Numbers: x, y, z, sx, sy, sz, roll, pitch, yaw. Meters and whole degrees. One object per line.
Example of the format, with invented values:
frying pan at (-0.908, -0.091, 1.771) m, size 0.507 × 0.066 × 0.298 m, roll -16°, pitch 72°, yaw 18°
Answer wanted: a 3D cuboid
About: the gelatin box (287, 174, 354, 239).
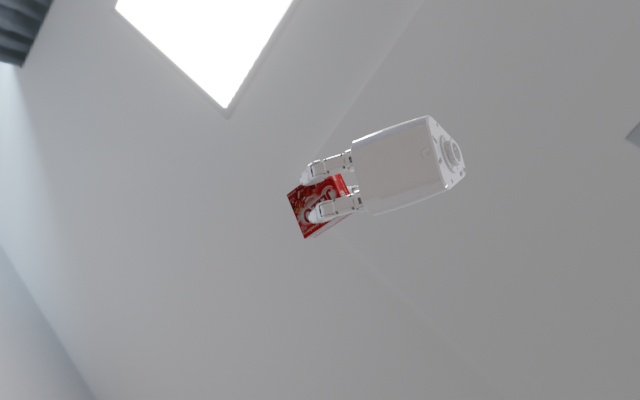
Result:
gelatin box at (0.000, 0.002, 0.678) m, size 0.089 × 0.073 × 0.030 m, roll -36°, pitch -21°, yaw 34°
